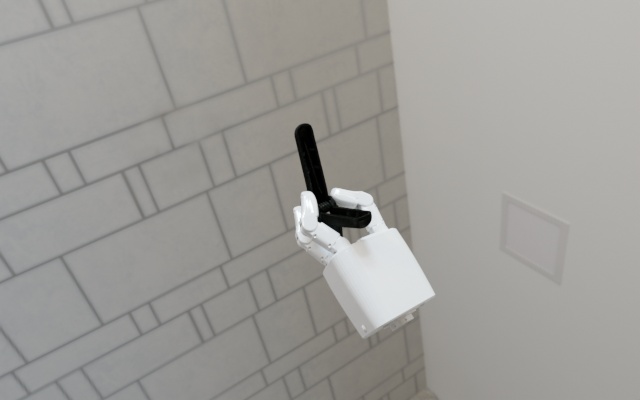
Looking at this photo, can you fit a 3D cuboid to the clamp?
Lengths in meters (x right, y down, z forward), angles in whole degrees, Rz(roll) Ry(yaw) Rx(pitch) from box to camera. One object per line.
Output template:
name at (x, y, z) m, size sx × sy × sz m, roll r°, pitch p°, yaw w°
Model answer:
clamp at (0.001, 0.002, 0.670) m, size 0.036 × 0.164 × 0.210 m, roll -23°, pitch -20°, yaw -19°
